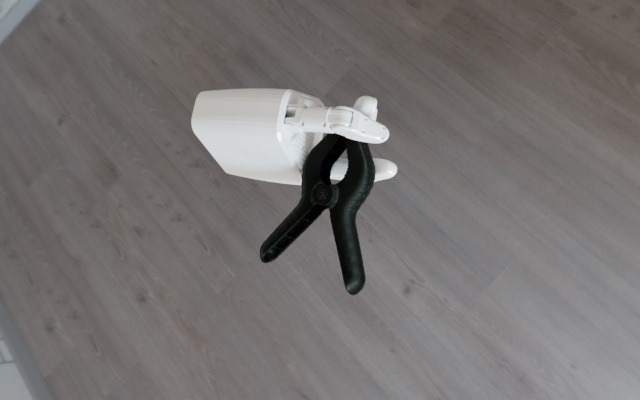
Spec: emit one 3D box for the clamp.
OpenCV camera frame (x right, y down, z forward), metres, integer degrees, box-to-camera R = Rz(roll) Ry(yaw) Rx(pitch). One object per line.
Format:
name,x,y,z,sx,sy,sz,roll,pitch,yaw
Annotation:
clamp,0.000,0.001,0.484,0.120,0.171,0.039,6,-11,24
